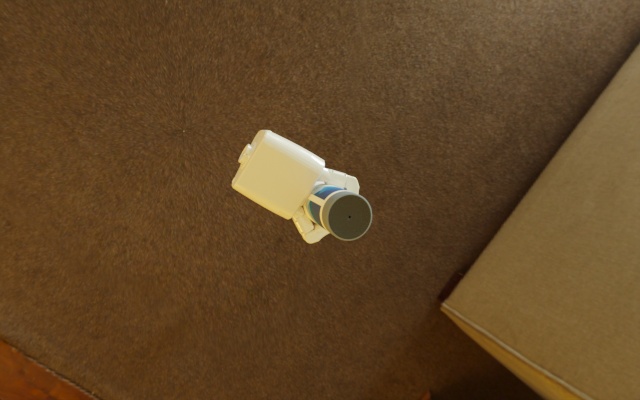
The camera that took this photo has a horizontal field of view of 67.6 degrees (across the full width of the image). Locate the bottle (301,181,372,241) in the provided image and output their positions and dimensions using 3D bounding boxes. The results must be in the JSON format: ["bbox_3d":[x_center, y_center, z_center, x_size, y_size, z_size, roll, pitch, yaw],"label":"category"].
[{"bbox_3d":[0.000,0.003,0.793,0.069,0.069,0.295,0,8,-16],"label":"bottle"}]
